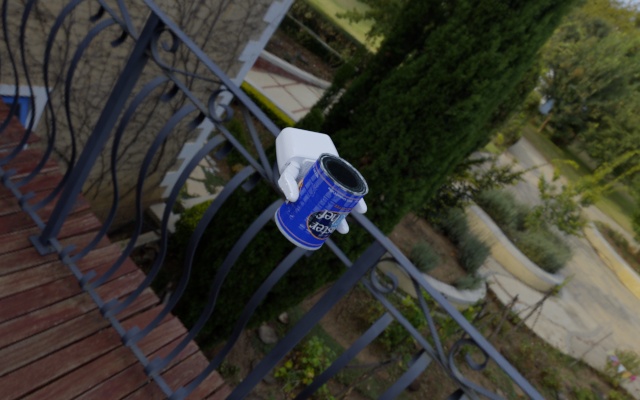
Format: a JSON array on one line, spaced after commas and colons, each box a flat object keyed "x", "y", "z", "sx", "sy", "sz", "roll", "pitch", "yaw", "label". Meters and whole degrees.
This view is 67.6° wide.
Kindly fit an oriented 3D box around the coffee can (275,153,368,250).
[{"x": 0.000, "y": 0.003, "z": 0.830, "sx": 0.103, "sy": 0.102, "sz": 0.140, "roll": 0, "pitch": -44, "yaw": -52, "label": "coffee can"}]
